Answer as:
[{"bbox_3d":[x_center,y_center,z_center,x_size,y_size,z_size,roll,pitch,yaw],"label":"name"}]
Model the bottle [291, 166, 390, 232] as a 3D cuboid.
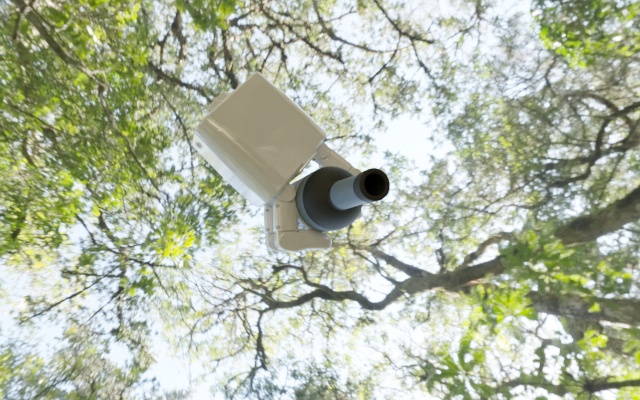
[{"bbox_3d":[0.000,0.002,0.524,0.069,0.069,0.296,0,-6,-17],"label":"bottle"}]
